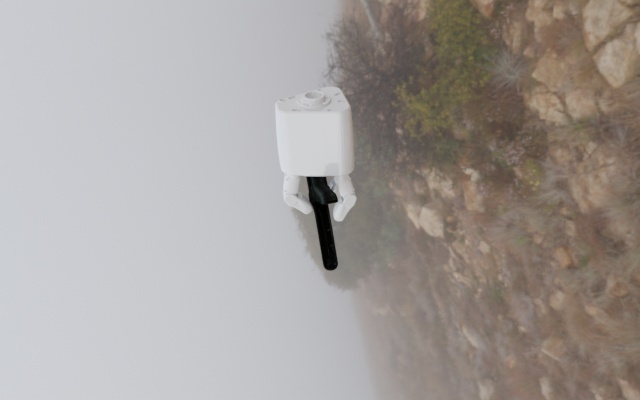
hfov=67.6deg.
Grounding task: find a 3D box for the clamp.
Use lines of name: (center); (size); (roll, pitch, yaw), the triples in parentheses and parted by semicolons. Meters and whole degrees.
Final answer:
clamp: (-0.001, 0.002, 0.808); (0.036, 0.165, 0.209); (-7, 37, -7)
